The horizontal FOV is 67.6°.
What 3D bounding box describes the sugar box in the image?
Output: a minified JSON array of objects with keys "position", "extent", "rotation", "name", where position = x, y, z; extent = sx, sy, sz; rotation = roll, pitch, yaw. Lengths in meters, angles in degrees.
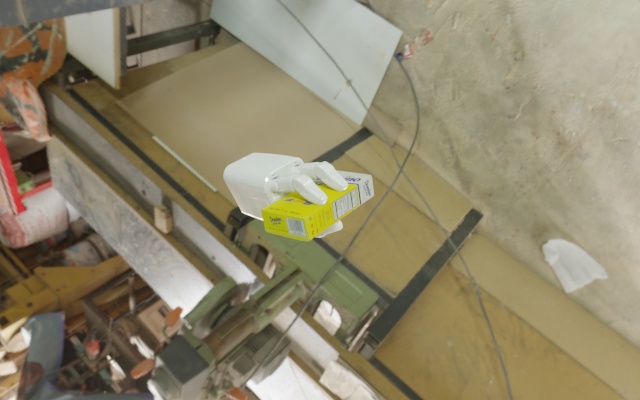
[{"position":[0.000,0.002,0.766],"extent":[0.093,0.048,0.176],"rotation":[10,32,38],"name":"sugar box"}]
